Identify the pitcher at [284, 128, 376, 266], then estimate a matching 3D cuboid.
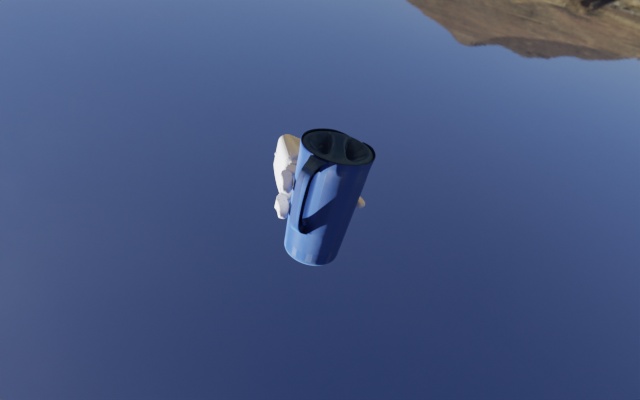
[{"bbox_3d":[0.000,0.003,0.876,0.149,0.243,0.145,3,33,-19],"label":"pitcher"}]
